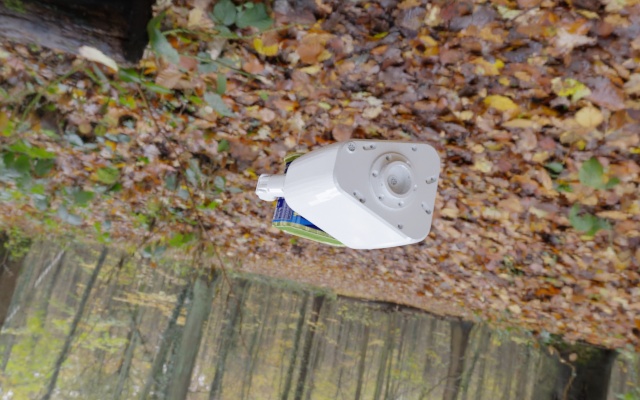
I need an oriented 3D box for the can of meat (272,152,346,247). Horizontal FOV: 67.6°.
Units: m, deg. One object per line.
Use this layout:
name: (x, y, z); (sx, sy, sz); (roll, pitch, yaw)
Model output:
can of meat: (0.000, 0.002, 0.552); (0.102, 0.084, 0.057); (18, -14, -27)
